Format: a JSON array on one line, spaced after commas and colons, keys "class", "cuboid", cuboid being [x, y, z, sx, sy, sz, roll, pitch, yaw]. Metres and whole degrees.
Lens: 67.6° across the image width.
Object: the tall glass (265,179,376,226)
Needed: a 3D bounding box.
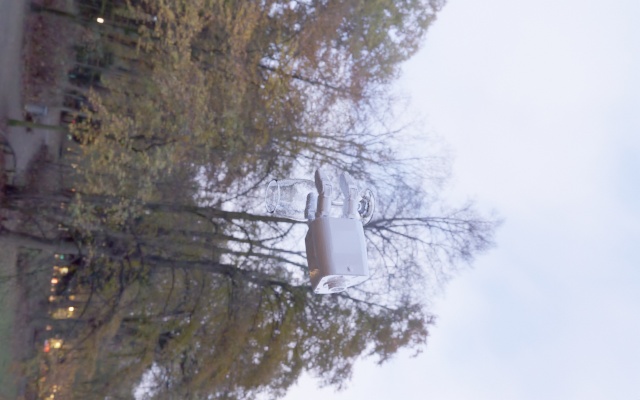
[{"class": "tall glass", "cuboid": [0.001, 0.003, 0.896, 0.201, 0.079, 0.079, 7, -3, -28]}]
